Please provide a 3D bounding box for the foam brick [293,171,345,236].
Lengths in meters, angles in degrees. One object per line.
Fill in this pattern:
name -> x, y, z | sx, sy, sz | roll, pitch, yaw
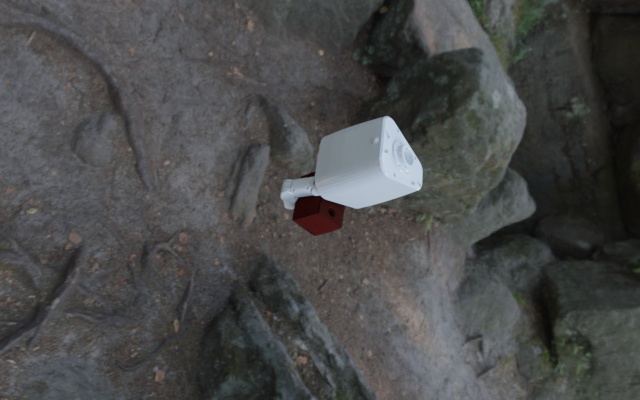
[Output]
foam brick -> 0.000, 0.003, 0.690 | 0.051, 0.078, 0.053 | -15, -37, 37
